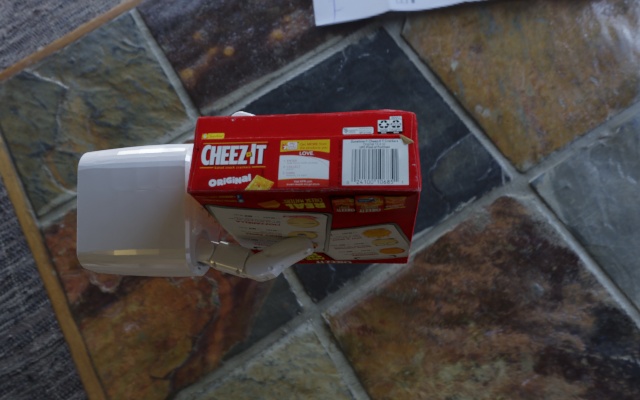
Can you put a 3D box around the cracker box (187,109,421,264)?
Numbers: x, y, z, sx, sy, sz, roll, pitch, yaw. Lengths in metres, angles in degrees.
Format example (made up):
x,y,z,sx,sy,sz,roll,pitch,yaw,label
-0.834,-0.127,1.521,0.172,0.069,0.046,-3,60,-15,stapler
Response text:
x,y,z,sx,sy,sz,roll,pitch,yaw,label
0.000,0.002,0.430,0.164,0.072,0.214,-1,-20,8,cracker box
